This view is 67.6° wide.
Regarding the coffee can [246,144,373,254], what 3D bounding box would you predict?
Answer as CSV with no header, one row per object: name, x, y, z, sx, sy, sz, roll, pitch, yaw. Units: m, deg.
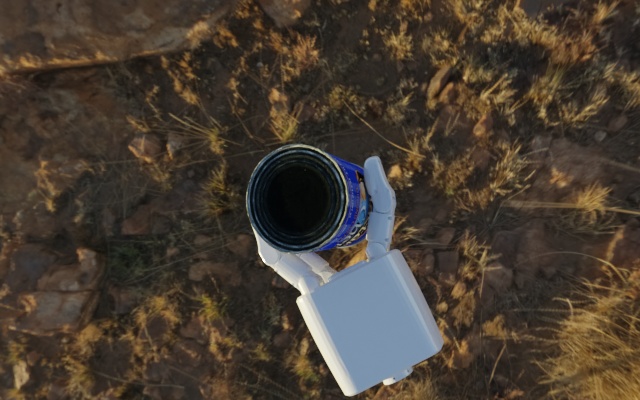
coffee can,0.000,0.001,0.503,0.103,0.103,0.140,0,-3,19
